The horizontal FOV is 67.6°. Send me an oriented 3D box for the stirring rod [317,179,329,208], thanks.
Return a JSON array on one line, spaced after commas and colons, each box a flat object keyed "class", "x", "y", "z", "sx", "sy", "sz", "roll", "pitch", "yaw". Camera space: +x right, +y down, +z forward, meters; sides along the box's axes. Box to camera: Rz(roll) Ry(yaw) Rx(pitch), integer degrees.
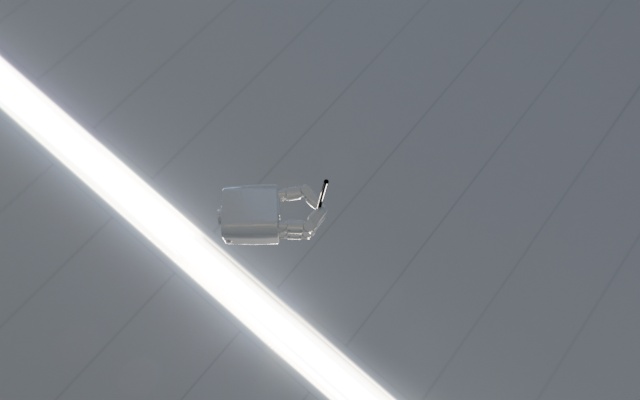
[{"class": "stirring rod", "x": 0.000, "y": 0.003, "z": 0.875, "sx": 0.011, "sy": 0.011, "sz": 0.239, "roll": 0, "pitch": -16, "yaw": -4}]
